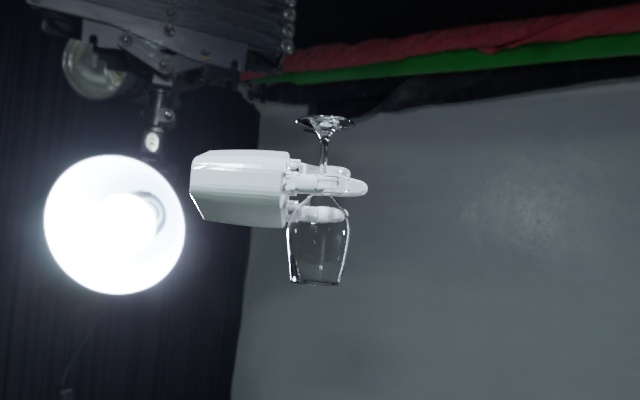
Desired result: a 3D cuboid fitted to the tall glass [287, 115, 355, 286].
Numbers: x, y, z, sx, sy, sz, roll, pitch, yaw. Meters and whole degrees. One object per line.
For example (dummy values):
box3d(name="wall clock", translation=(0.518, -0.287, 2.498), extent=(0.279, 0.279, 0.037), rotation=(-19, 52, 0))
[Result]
box3d(name="tall glass", translation=(0.000, 0.001, 0.590), extent=(0.079, 0.201, 0.079), rotation=(3, -5, 0))
